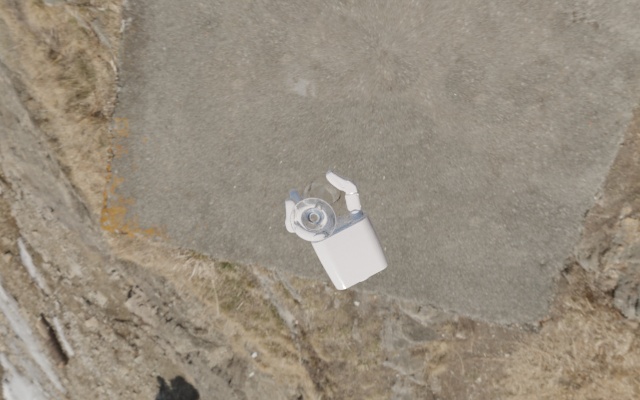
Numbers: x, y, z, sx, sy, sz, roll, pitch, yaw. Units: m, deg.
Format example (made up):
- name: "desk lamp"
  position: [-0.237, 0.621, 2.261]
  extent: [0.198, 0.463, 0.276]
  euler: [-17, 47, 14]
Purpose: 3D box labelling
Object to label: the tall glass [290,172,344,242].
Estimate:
- name: "tall glass"
  position: [0.000, 0.003, 0.852]
  extent: [0.079, 0.079, 0.201]
  euler: [0, 17, 7]
